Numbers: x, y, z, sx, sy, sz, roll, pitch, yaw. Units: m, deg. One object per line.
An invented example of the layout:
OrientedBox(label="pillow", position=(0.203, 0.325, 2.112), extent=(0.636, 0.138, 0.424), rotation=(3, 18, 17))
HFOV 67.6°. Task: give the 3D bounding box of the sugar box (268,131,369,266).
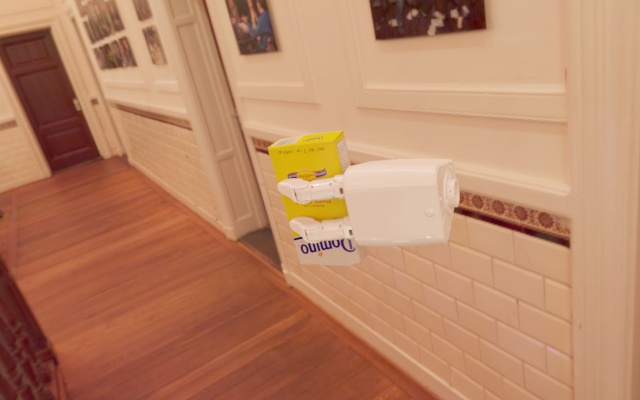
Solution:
OrientedBox(label="sugar box", position=(0.000, 0.002, 0.624), extent=(0.093, 0.176, 0.048), rotation=(-3, 24, 25))
